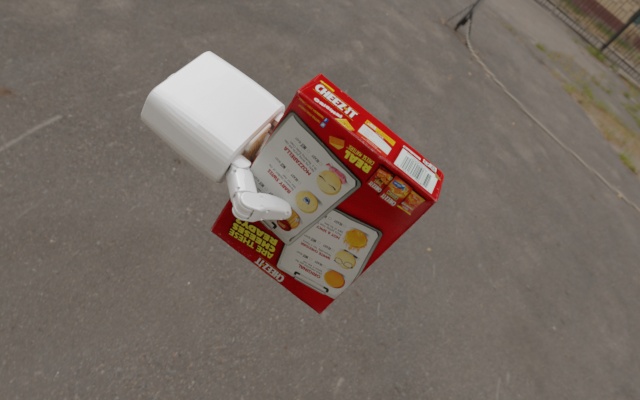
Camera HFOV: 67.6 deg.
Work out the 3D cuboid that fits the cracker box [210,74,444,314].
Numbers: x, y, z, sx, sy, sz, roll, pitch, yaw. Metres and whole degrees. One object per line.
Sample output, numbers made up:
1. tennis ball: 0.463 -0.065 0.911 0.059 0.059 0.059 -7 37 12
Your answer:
1. cracker box: 0.000 0.002 0.515 0.164 0.214 0.072 38 37 -1
